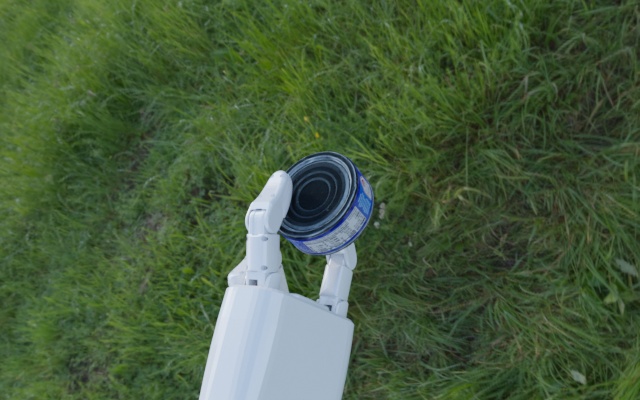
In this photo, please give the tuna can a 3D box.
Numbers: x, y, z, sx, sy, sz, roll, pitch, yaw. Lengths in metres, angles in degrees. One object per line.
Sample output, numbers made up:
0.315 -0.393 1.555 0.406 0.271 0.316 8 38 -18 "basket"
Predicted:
0.000 0.001 0.405 0.086 0.086 0.034 0 -29 33 "tuna can"
